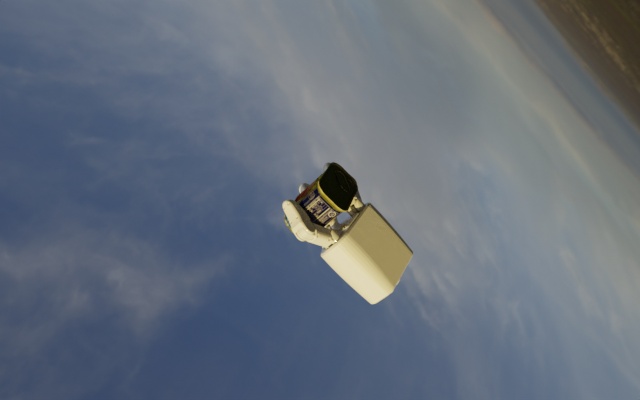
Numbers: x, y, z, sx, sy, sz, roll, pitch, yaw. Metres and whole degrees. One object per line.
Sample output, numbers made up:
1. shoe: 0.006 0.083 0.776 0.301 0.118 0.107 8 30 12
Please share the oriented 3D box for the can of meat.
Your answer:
1. can of meat: 0.000 0.002 0.697 0.084 0.057 0.102 -41 9 29
